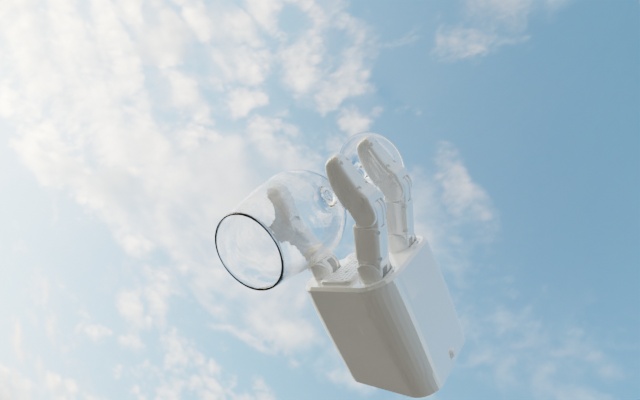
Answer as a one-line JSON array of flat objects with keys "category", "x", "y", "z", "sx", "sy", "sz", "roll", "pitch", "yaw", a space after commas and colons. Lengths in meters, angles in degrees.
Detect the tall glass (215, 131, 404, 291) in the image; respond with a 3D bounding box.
[{"category": "tall glass", "x": 0.000, "y": 0.001, "z": 0.413, "sx": 0.079, "sy": 0.079, "sz": 0.201, "roll": 0, "pitch": 21, "yaw": 34}]
